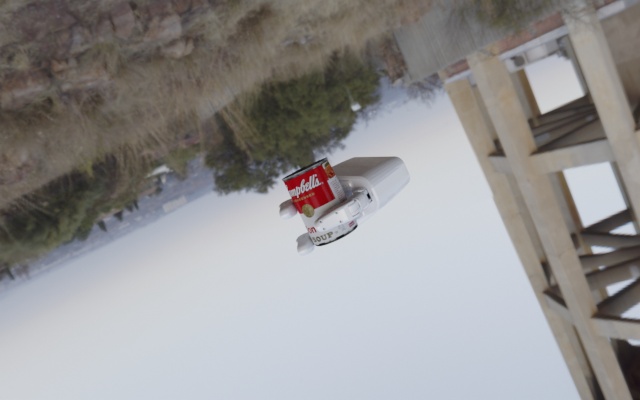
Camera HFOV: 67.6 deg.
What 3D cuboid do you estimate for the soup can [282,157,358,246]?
[{"bbox_3d":[0.000,0.003,0.644,0.068,0.102,0.068,-25,8,4],"label":"soup can"}]
